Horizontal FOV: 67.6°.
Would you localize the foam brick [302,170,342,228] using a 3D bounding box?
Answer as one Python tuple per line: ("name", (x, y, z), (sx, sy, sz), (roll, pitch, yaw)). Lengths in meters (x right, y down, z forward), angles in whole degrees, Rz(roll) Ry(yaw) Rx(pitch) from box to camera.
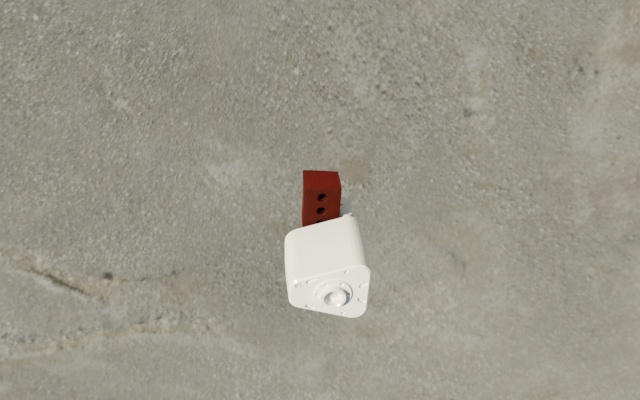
("foam brick", (0.000, 0.002, 0.686), (0.053, 0.078, 0.051), (0, 32, -4))
